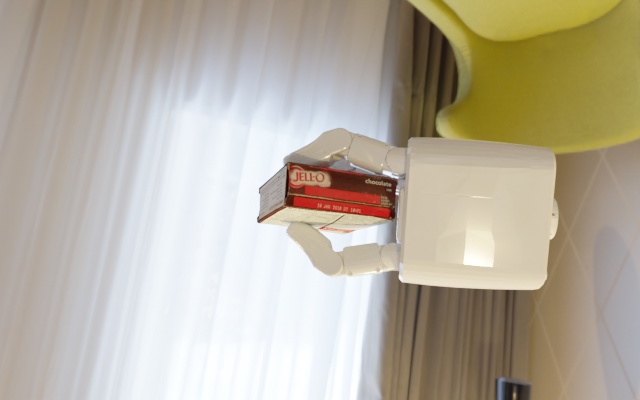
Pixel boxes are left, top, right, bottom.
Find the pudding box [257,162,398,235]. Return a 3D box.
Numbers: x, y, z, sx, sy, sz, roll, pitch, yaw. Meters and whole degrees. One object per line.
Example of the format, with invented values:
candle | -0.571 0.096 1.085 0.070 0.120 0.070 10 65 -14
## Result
pudding box | 0.000 0.001 0.404 0.090 0.039 0.113 9 -13 -17
